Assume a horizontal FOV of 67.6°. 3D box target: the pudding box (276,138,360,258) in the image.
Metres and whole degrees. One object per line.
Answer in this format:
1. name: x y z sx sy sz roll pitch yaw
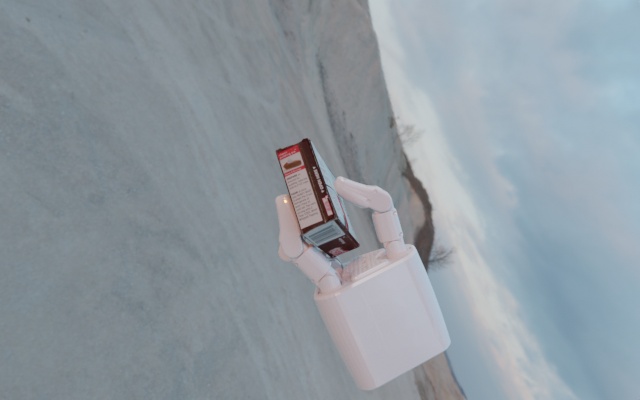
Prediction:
1. pudding box: 0.000 0.002 0.480 0.039 0.090 0.113 -22 -22 6
